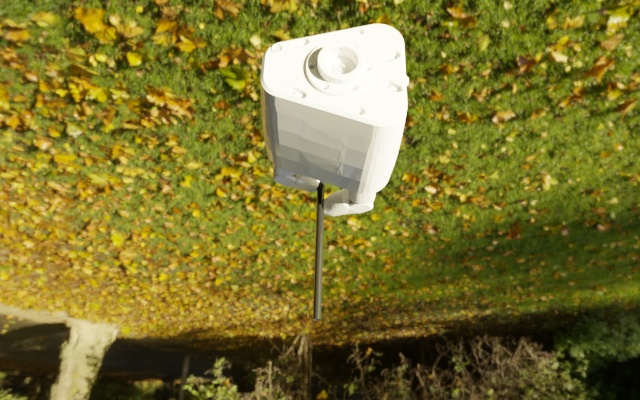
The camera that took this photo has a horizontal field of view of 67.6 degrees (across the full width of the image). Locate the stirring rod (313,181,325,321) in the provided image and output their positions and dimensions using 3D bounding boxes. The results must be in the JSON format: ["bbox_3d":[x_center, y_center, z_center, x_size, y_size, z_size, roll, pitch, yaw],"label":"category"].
[{"bbox_3d":[0.000,0.001,0.494,0.011,0.239,0.011,2,-24,1],"label":"stirring rod"}]
